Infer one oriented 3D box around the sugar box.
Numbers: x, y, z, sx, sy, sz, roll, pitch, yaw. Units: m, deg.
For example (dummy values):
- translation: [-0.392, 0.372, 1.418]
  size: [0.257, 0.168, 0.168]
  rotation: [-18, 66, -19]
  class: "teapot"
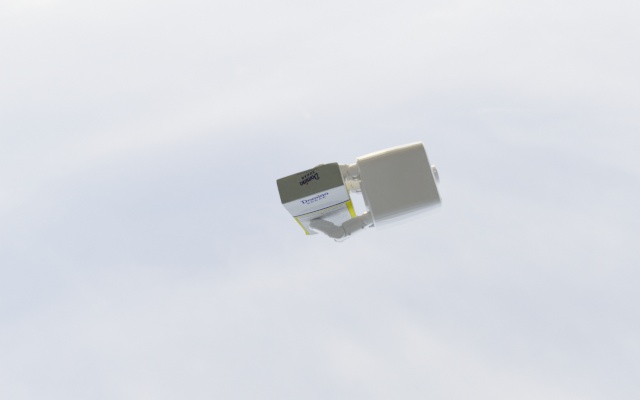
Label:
- translation: [0.000, 0.002, 0.735]
  size: [0.093, 0.048, 0.176]
  rotation: [-17, -23, 4]
  class: "sugar box"
